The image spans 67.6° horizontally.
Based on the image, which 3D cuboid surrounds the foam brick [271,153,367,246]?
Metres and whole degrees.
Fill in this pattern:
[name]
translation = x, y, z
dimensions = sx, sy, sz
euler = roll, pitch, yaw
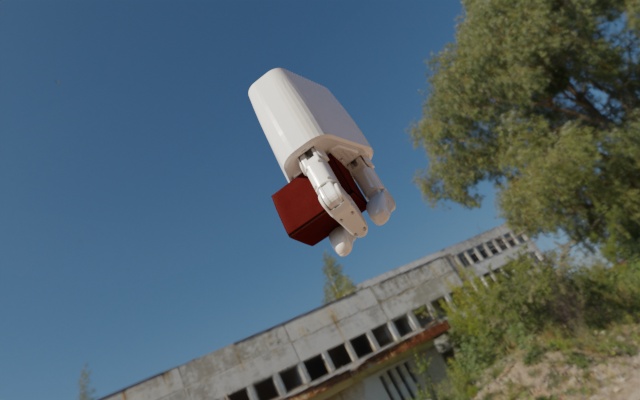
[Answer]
[foam brick]
translation = 0.000, 0.002, 0.486
dimensions = 0.078, 0.051, 0.053
euler = -35, -28, 11
